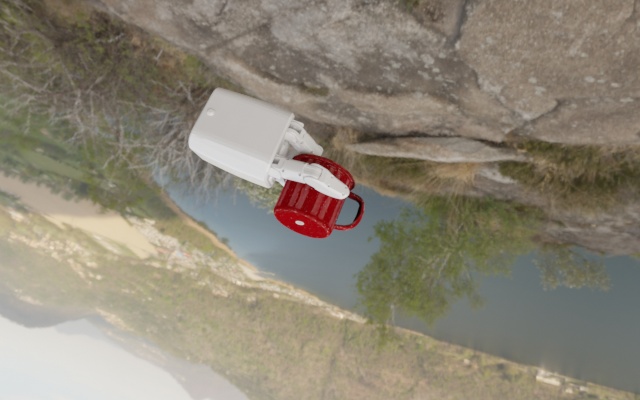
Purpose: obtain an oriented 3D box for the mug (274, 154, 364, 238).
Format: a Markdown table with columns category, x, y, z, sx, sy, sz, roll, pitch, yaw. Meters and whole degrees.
| category | x | y | z | sx | sy | sz | roll | pitch | yaw |
| --- | --- | --- | --- | --- | --- | --- | --- | --- | --- |
| mug | 0.001 | 0.003 | 0.631 | 0.117 | 0.081 | 0.093 | 22 | -22 | 2 |
